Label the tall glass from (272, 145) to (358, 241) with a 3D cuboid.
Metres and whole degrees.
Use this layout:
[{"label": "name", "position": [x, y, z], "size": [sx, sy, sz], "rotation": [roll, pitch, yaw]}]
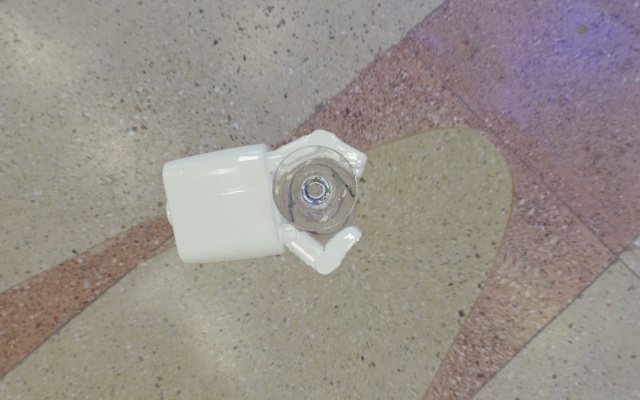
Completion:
[{"label": "tall glass", "position": [0.000, 0.002, 0.506], "size": [0.079, 0.079, 0.201], "rotation": [0, -7, 3]}]
